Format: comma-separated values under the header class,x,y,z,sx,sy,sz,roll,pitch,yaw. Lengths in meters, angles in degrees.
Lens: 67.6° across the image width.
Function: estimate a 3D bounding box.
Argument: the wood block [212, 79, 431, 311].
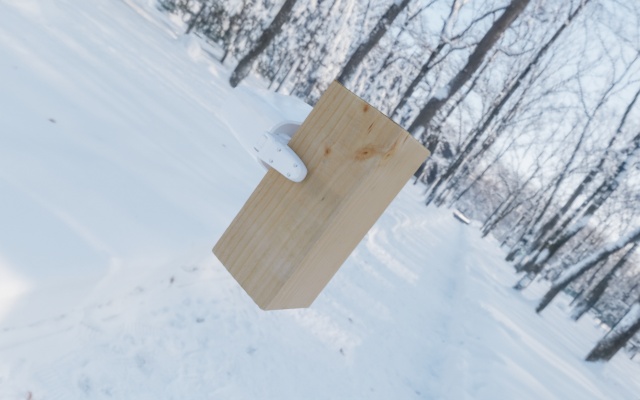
class,x,y,z,sx,sy,sz,roll,pitch,yaw
wood block,0.000,0.001,0.472,0.090,0.206,0.091,42,12,28
